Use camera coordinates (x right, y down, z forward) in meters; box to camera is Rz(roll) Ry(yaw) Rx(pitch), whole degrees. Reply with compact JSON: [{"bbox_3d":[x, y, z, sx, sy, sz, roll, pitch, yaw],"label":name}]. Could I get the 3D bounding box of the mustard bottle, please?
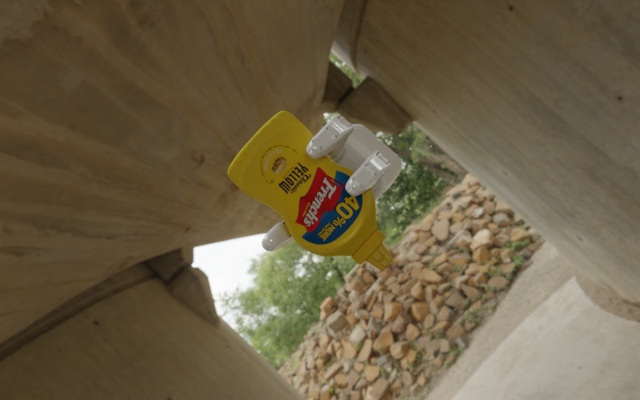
[{"bbox_3d":[0.000,0.002,0.505,0.191,0.096,0.058,43,2,6],"label":"mustard bottle"}]
